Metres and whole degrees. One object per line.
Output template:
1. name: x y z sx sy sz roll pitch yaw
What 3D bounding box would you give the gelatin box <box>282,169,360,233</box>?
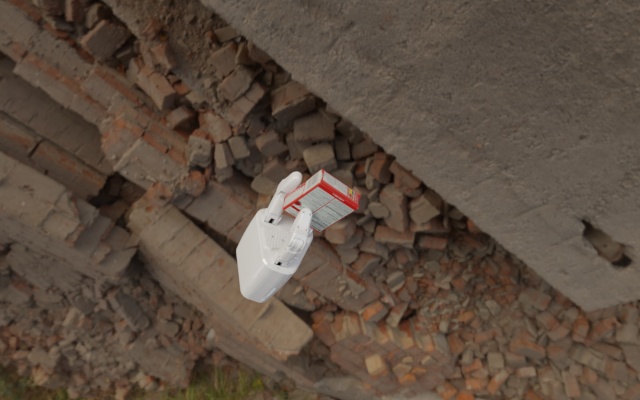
1. gelatin box: 0.000 0.002 0.686 0.073 0.030 0.089 33 -46 -26
